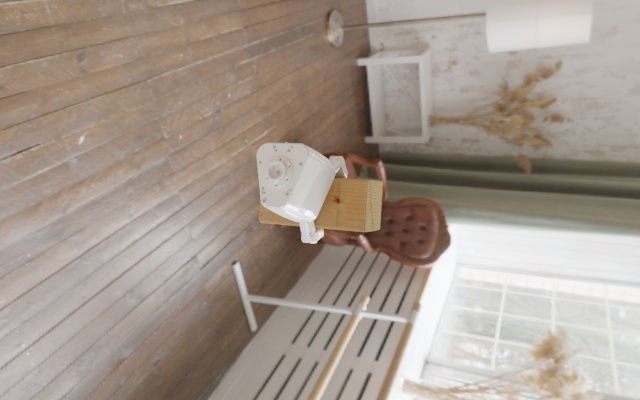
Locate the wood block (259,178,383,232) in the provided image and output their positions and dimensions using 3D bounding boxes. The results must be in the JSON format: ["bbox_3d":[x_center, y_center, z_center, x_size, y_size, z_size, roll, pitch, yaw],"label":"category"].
[{"bbox_3d":[0.000,0.003,0.874,0.206,0.091,0.090,4,2,24],"label":"wood block"}]
